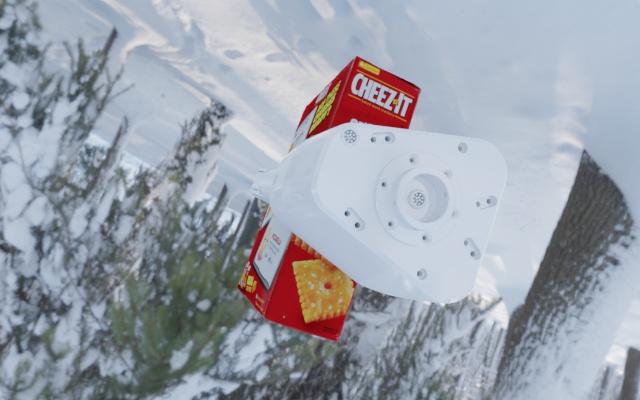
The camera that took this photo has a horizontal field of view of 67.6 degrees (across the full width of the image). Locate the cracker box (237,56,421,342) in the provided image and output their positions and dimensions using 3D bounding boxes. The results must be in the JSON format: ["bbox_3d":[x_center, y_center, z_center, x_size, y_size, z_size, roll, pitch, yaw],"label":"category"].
[{"bbox_3d":[0.000,0.002,0.439,0.072,0.213,0.164,22,-9,-14],"label":"cracker box"}]
